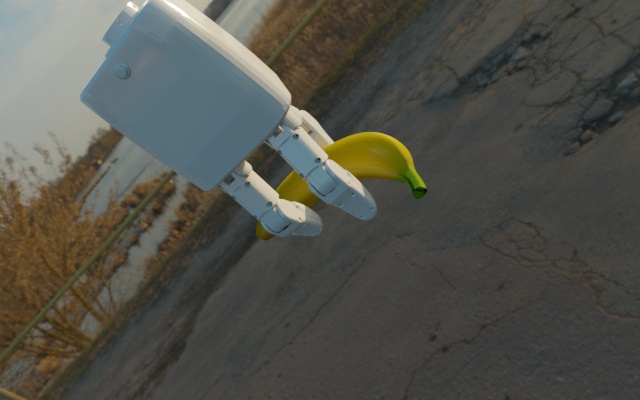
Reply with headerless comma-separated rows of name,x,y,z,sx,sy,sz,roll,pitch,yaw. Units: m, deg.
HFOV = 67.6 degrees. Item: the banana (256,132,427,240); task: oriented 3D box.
banana,0.006,-0.015,0.416,0.037,0.069,0.198,33,-34,-31
